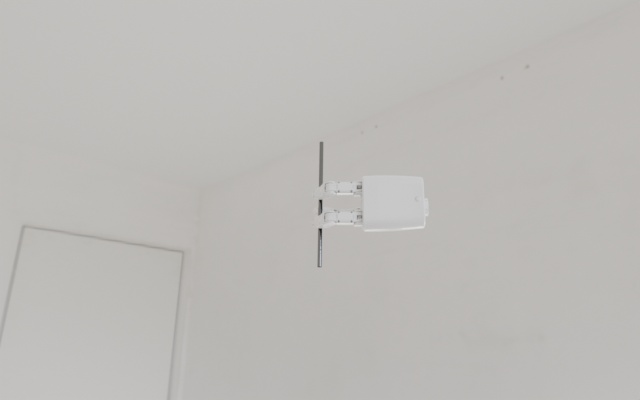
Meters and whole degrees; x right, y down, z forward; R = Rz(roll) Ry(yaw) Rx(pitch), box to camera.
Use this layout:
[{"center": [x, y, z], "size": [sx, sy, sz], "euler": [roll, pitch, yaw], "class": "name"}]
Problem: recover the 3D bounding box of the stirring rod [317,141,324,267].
[{"center": [0.000, 0.003, 0.878], "size": [0.011, 0.239, 0.011], "euler": [1, -18, 0], "class": "stirring rod"}]
